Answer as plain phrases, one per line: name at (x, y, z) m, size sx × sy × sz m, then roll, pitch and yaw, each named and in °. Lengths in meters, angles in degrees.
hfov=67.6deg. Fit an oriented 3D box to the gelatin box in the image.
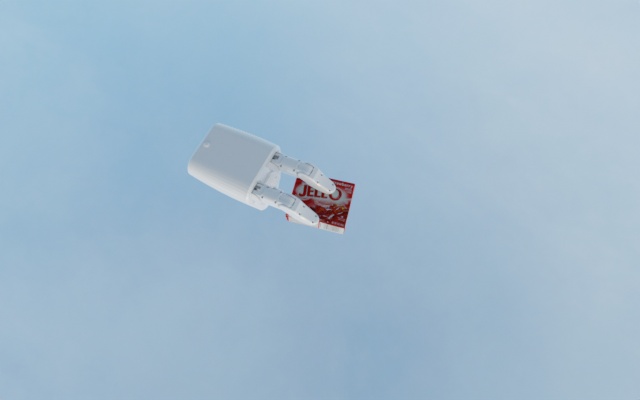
gelatin box at (0.000, 0.003, 0.704) m, size 0.089 × 0.073 × 0.030 m, roll 13°, pitch -22°, yaw 3°
